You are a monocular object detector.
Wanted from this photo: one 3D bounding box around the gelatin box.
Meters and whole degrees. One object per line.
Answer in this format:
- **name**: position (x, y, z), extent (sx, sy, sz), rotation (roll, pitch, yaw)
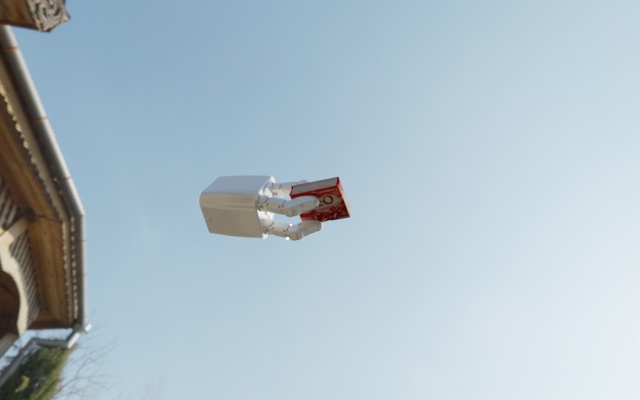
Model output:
- **gelatin box**: position (0.001, 0.002, 0.823), extent (0.089, 0.073, 0.030), rotation (-11, 37, 16)
